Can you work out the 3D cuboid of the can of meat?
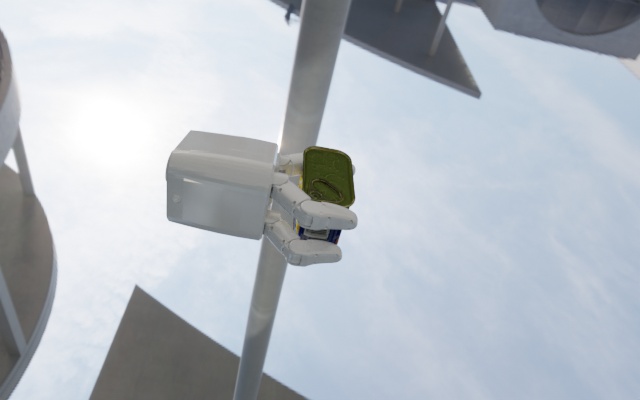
[{"bbox_3d":[0.000,0.002,0.547,0.057,0.084,0.102,9,40,-9],"label":"can of meat"}]
